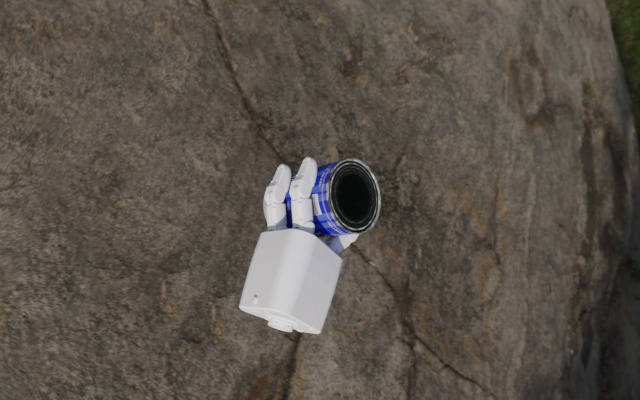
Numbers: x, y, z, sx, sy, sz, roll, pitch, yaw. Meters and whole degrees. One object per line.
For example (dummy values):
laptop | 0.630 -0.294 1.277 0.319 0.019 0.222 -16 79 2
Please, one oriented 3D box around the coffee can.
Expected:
coffee can | 0.000 0.002 0.684 0.103 0.103 0.140 0 -7 -43
